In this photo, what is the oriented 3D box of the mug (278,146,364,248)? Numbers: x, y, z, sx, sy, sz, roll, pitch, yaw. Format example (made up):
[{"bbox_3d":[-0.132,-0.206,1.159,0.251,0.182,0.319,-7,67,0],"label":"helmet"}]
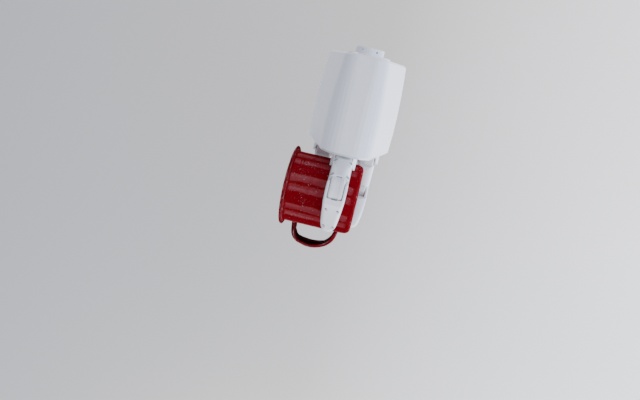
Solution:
[{"bbox_3d":[0.000,0.003,0.559,0.081,0.117,0.093,13,17,4],"label":"mug"}]
